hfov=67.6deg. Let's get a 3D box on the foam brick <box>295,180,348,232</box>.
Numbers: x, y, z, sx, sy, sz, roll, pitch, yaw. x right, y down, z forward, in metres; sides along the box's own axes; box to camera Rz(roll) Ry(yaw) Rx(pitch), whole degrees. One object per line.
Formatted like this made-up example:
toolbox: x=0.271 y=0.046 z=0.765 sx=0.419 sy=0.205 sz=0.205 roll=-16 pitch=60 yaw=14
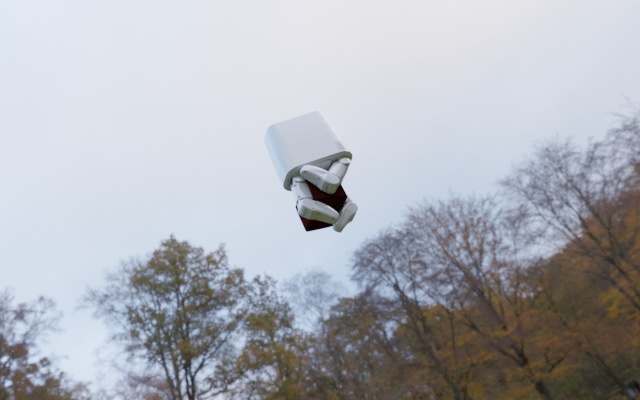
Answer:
foam brick: x=0.000 y=0.003 z=0.747 sx=0.053 sy=0.051 sz=0.078 roll=-9 pitch=-37 yaw=-27
